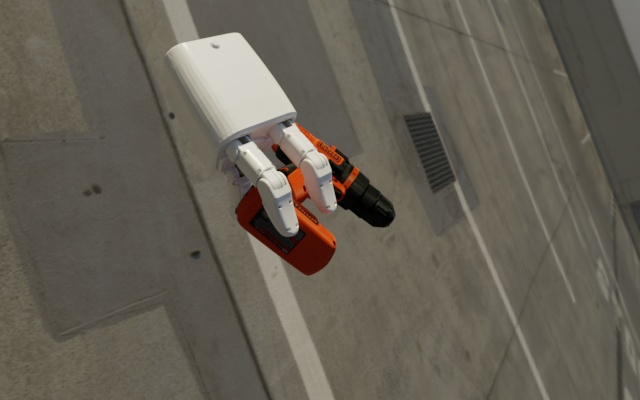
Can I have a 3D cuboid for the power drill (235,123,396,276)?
[{"bbox_3d":[0.000,0.002,0.544,0.184,0.057,0.187,37,30,-4],"label":"power drill"}]
